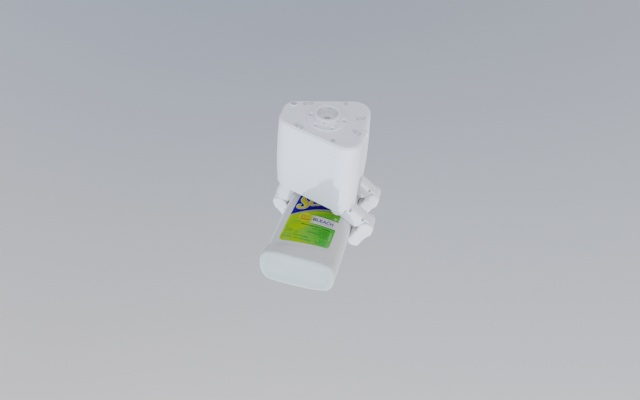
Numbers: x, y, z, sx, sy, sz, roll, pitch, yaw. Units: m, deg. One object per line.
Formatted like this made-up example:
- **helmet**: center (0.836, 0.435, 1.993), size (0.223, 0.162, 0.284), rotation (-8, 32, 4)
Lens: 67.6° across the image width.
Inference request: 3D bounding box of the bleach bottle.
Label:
- **bleach bottle**: center (0.000, 0.002, 0.681), size (0.102, 0.250, 0.068), rotation (12, -41, 6)
